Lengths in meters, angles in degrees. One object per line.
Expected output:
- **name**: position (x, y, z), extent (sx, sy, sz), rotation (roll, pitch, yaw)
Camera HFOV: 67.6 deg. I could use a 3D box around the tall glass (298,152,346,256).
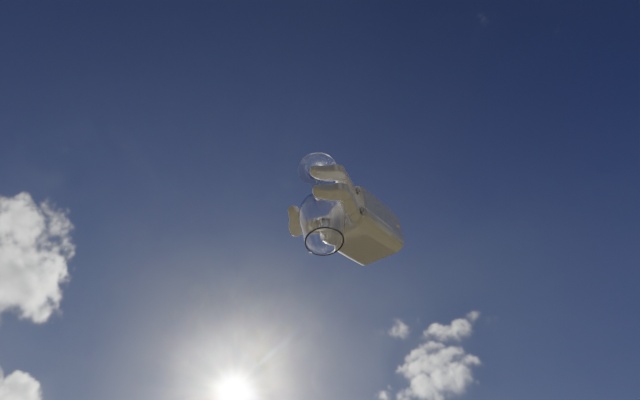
- **tall glass**: position (0.000, 0.002, 0.820), extent (0.079, 0.079, 0.200), rotation (0, 38, -4)
